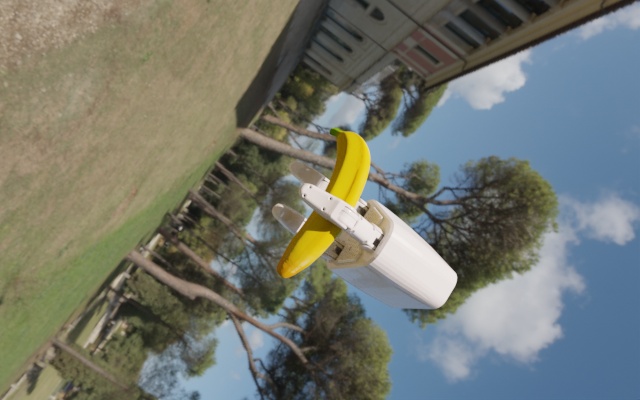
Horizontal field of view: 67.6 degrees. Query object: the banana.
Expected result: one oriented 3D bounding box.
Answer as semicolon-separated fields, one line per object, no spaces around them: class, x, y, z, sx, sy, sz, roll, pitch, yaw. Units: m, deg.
banana;0.013;-0.004;0.517;0.037;0.197;0.069;38;-31;-27
